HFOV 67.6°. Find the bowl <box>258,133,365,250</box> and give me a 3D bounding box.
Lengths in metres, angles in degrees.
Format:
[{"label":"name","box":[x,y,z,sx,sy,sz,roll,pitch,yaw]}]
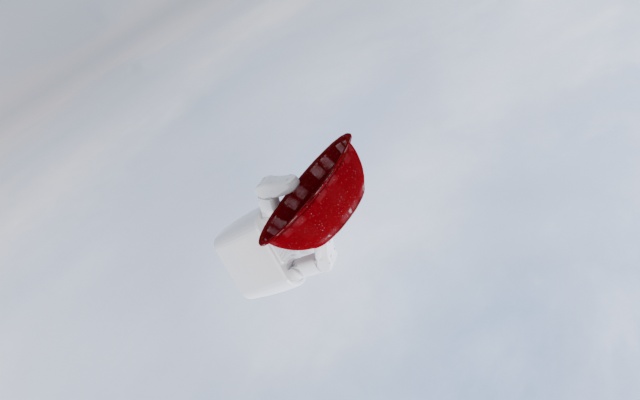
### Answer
[{"label":"bowl","box":[0.001,0.002,0.544,0.055,0.162,0.162,39,-9,-11]}]
